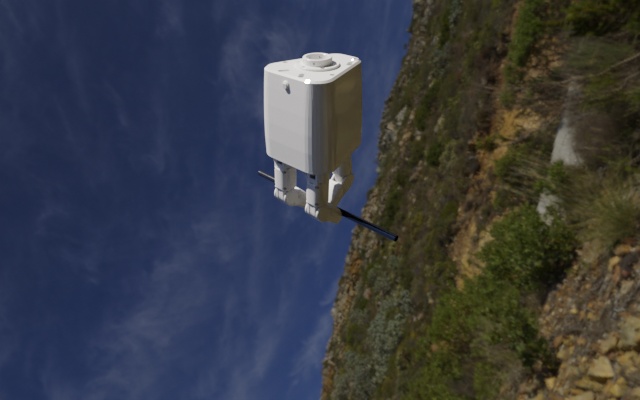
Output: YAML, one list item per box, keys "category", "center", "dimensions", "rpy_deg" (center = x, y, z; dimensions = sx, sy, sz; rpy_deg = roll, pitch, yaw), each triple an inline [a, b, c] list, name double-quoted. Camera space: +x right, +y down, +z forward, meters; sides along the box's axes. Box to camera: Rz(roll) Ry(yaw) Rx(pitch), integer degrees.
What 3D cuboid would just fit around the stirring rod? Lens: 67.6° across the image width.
- category: "stirring rod"
  center: [0.000, 0.002, 0.625]
  dimensions: [0.239, 0.011, 0.011]
  rpy_deg: [26, 16, 36]
